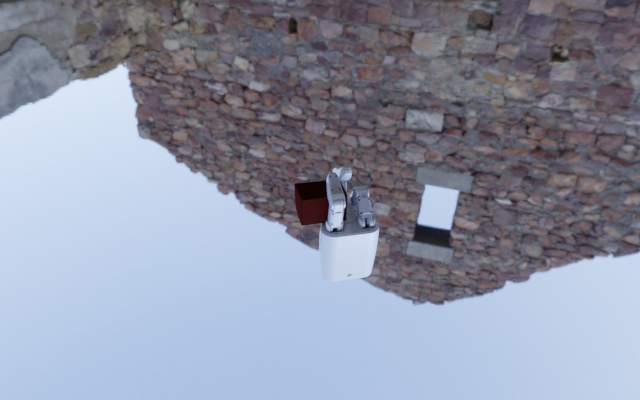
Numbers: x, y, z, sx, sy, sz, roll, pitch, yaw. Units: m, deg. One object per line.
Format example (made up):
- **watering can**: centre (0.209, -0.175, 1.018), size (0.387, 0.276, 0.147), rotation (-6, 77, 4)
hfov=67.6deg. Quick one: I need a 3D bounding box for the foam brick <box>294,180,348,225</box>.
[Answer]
- **foam brick**: centre (0.000, 0.002, 0.781), size (0.078, 0.051, 0.053), rotation (-6, 36, -12)
